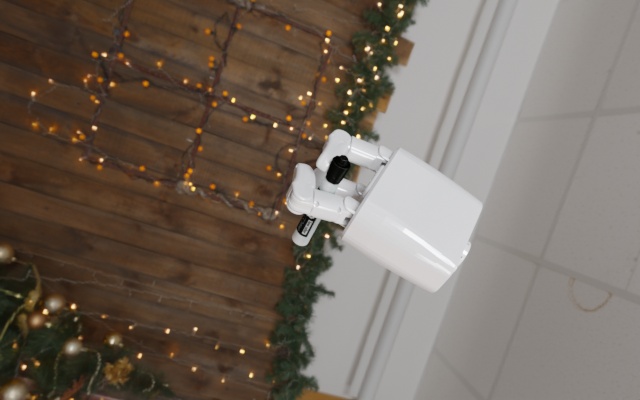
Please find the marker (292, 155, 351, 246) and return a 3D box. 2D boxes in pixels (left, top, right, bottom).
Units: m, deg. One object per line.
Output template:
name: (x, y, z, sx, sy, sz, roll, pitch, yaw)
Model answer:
marker: (0.000, 0.002, 0.478, 0.020, 0.020, 0.121, 0, -43, -30)
